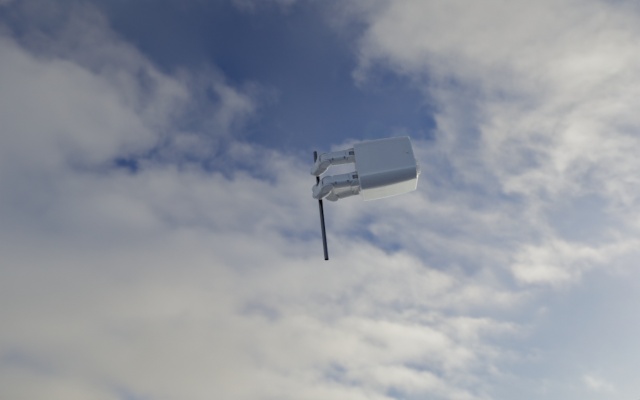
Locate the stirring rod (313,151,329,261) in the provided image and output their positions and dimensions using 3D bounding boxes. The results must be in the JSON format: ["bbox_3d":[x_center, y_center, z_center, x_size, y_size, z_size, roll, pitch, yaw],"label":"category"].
[{"bbox_3d":[0.000,0.003,0.898,0.011,0.239,0.011,-4,-33,-3],"label":"stirring rod"}]
